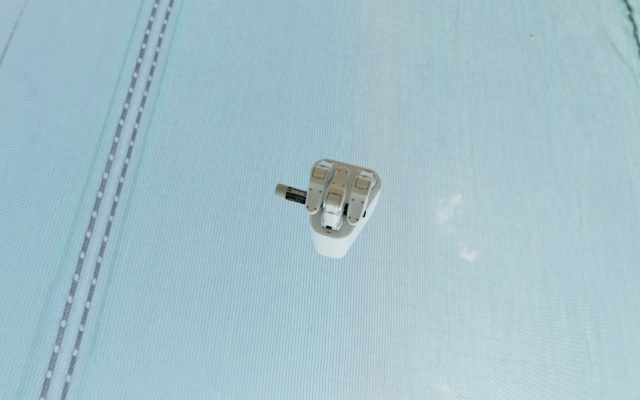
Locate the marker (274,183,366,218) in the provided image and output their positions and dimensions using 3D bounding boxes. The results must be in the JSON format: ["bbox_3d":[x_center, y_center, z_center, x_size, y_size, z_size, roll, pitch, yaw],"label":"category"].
[{"bbox_3d":[0.000,0.002,0.618,0.121,0.020,0.020,15,2,7],"label":"marker"}]
